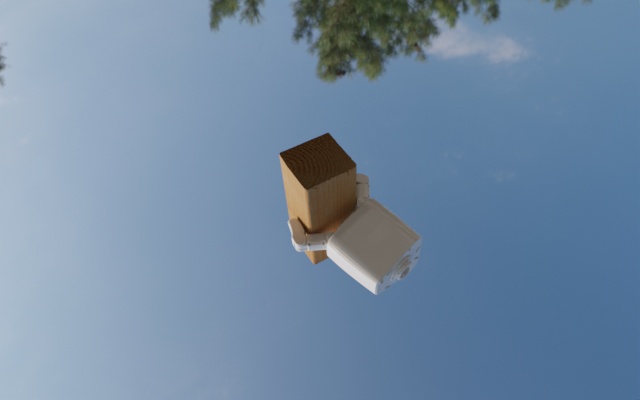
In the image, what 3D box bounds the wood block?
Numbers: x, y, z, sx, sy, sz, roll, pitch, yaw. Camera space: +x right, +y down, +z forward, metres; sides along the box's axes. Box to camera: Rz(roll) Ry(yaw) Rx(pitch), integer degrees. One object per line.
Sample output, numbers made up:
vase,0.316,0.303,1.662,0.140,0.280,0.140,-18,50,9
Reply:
wood block,0.000,0.003,0.794,0.091,0.090,0.206,-25,-36,-16
